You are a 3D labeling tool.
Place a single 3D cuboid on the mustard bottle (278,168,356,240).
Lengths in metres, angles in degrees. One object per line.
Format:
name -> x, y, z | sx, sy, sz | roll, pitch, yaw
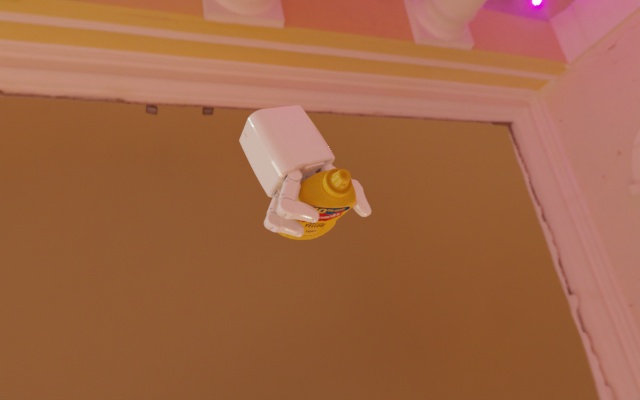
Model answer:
mustard bottle -> 0.000, 0.003, 0.724 | 0.096, 0.058, 0.192 | 1, -24, -21
